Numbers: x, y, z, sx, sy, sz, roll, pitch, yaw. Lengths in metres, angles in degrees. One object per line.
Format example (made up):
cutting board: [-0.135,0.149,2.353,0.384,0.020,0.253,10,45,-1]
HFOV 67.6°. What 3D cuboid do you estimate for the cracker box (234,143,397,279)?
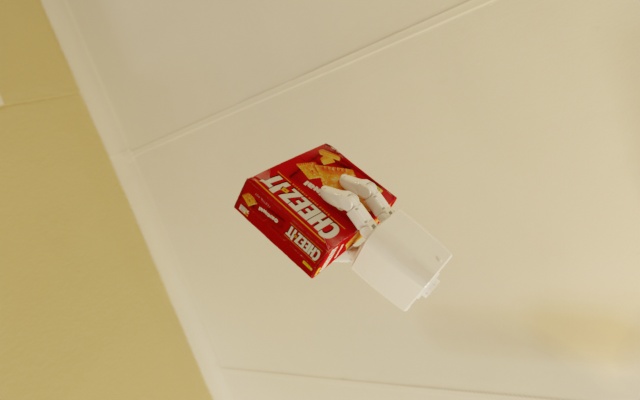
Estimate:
cracker box: [0.000,0.003,0.755,0.164,0.072,0.213,40,38,15]
